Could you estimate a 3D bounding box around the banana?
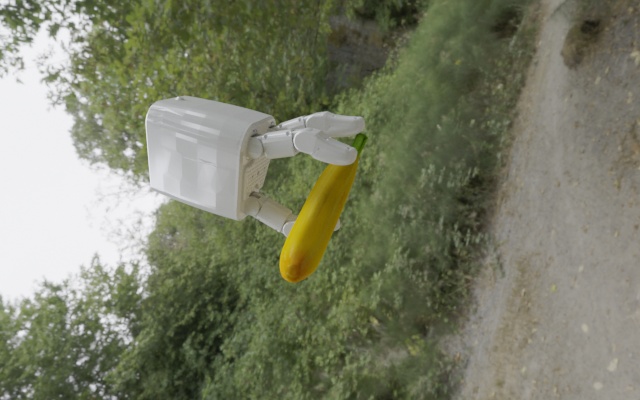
[{"bbox_3d":[-0.002,0.012,0.449,0.037,0.070,0.197,19,46,7],"label":"banana"}]
